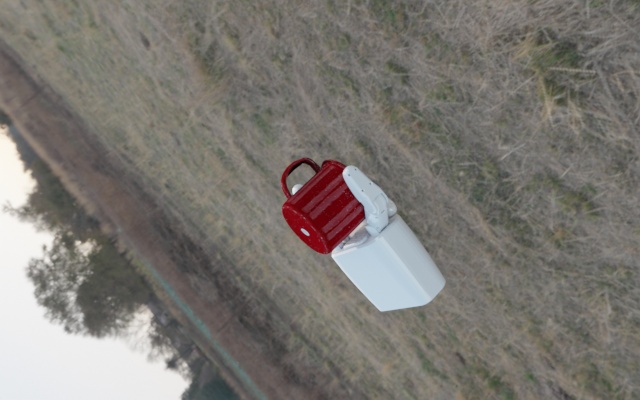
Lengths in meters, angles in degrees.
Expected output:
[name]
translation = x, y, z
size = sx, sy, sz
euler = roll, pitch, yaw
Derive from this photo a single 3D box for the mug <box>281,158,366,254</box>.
[mug]
translation = -0.001, 0.001, 0.579
size = 0.081, 0.117, 0.093
euler = -43, 8, -19
